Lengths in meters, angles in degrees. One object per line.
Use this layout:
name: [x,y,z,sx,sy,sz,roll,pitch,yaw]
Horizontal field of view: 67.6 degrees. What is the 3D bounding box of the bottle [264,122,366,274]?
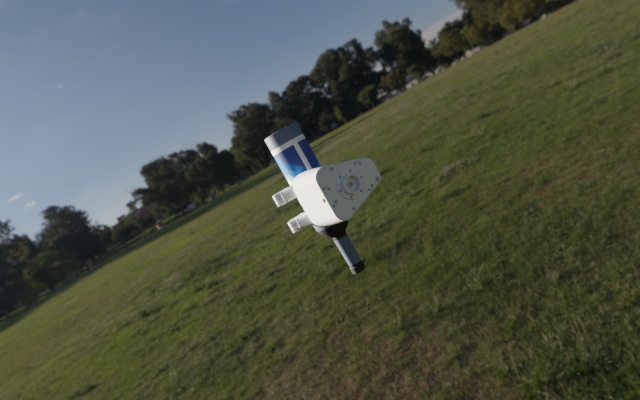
bottle: [0.000,0.003,0.870,0.069,0.296,0.069,-29,6,4]
